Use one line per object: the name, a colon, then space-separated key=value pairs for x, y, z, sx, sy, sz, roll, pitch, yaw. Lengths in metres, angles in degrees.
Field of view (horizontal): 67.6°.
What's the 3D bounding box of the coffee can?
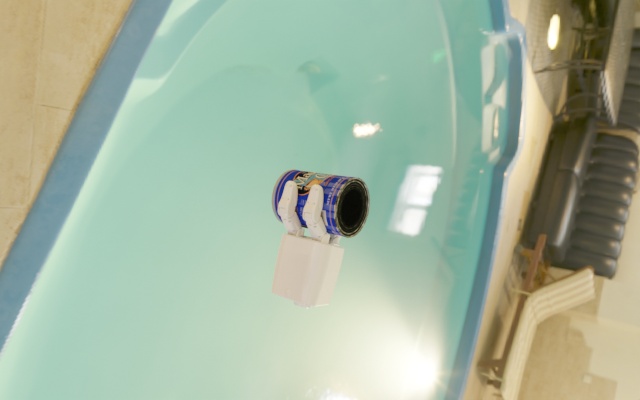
coffee can: x=0.000 y=0.003 z=0.836 sx=0.140 sy=0.103 sz=0.103 roll=10 pitch=6 yaw=37
